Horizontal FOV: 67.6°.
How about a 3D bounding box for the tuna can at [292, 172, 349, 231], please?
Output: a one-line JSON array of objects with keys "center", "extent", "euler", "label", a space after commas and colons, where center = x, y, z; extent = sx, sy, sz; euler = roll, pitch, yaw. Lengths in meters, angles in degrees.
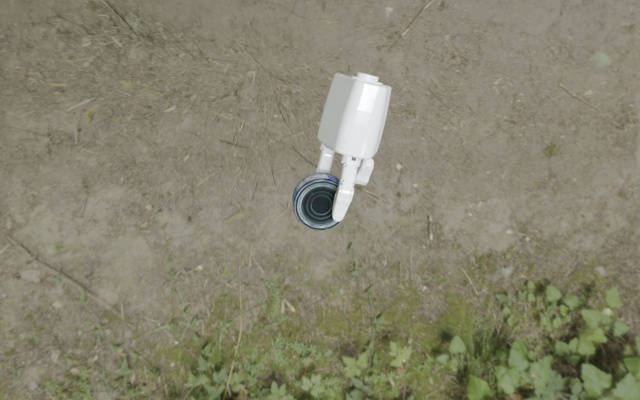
[{"center": [0.000, 0.003, 0.733], "extent": [0.086, 0.086, 0.033], "euler": [0, 21, -6], "label": "tuna can"}]
